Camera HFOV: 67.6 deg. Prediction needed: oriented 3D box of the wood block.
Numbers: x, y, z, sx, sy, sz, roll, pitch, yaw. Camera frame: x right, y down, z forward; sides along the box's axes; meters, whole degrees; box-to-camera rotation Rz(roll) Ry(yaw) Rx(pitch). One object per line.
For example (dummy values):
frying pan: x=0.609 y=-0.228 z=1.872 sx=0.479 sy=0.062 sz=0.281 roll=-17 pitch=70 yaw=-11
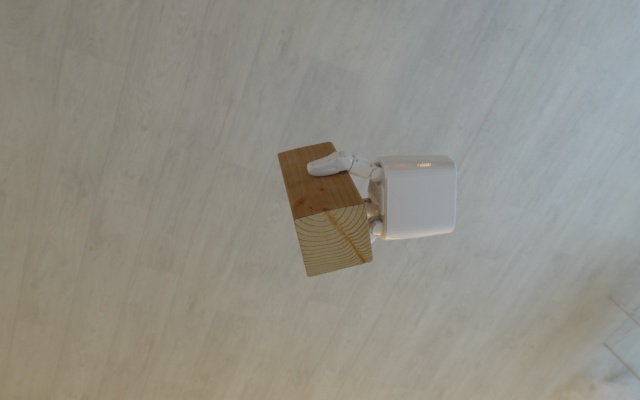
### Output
wood block: x=0.000 y=0.002 z=0.675 sx=0.090 sy=0.091 sz=0.206 roll=-13 pitch=29 yaw=-4
